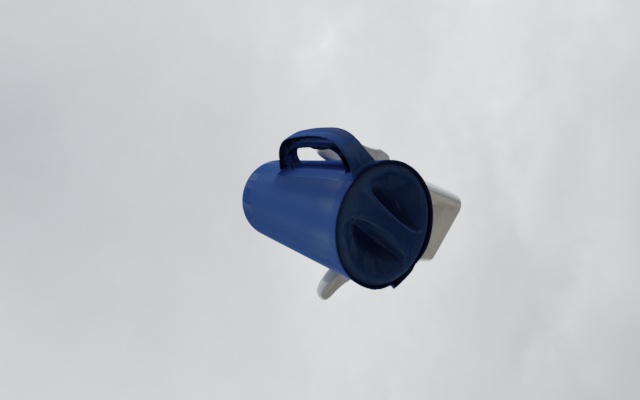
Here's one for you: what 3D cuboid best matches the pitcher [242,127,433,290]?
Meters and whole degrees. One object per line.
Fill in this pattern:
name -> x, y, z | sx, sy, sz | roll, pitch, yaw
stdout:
pitcher -> 0.000, 0.002, 0.571 | 0.145, 0.149, 0.243 | 15, -2, -36
